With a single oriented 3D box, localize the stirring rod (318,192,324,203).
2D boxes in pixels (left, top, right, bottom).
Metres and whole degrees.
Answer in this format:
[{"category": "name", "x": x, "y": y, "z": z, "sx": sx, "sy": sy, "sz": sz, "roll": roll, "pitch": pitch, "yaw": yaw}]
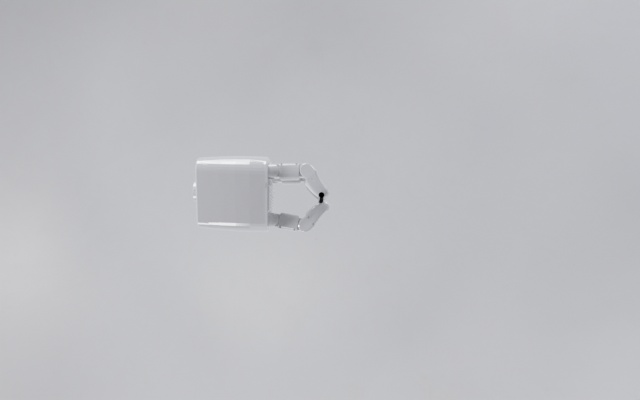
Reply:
[{"category": "stirring rod", "x": 0.000, "y": 0.003, "z": 0.750, "sx": 0.011, "sy": 0.011, "sz": 0.239, "roll": 0, "pitch": -5, "yaw": -1}]
